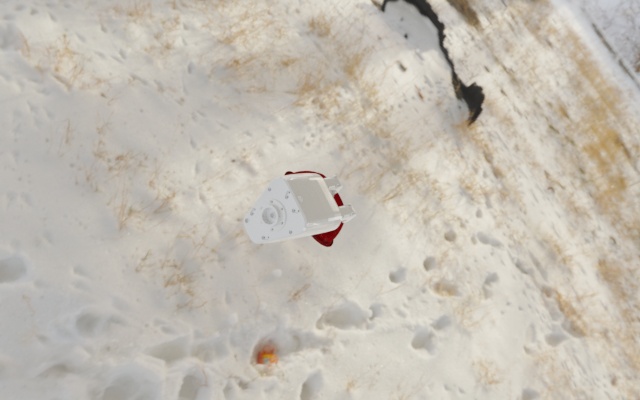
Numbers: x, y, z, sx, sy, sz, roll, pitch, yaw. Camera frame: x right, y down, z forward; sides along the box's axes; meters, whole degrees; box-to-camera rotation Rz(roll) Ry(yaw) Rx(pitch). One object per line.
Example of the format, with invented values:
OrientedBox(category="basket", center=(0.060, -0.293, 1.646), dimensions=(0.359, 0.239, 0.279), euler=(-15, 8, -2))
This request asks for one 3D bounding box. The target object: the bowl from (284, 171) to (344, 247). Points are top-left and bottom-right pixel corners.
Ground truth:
OrientedBox(category="bowl", center=(0.001, 0.002, 0.883), dimensions=(0.055, 0.162, 0.162), euler=(-31, -9, 15))
